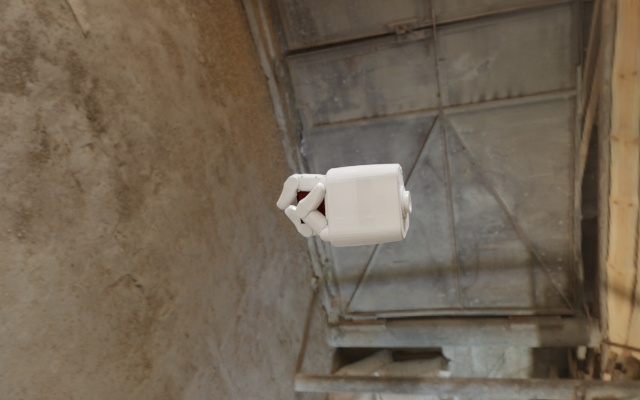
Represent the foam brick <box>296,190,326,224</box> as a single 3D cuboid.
[{"bbox_3d":[0.000,0.002,0.762,0.051,0.053,0.078,-5,12,17],"label":"foam brick"}]
